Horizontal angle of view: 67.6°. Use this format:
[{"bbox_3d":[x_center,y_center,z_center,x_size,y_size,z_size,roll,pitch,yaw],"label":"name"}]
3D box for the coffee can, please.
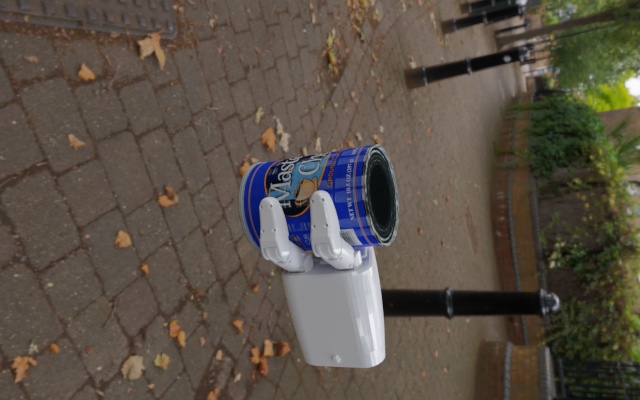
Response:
[{"bbox_3d":[0.000,0.001,0.504,0.140,0.103,0.103,-6,-3,25],"label":"coffee can"}]
